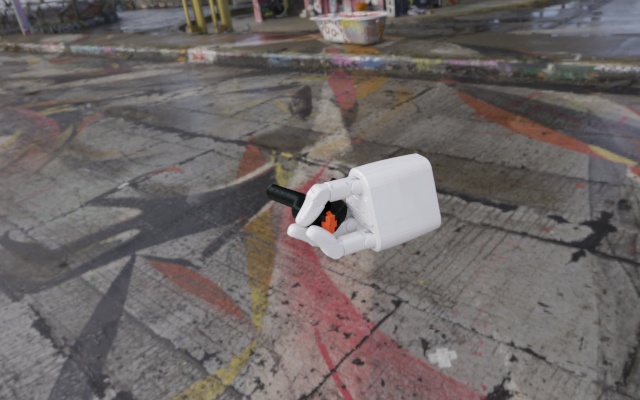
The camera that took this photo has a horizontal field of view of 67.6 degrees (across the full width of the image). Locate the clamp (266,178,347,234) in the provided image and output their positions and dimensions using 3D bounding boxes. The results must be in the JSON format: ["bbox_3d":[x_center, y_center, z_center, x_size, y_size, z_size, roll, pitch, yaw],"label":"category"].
[{"bbox_3d":[0.000,0.002,0.709,0.120,0.039,0.171,-16,27,-19],"label":"clamp"}]
